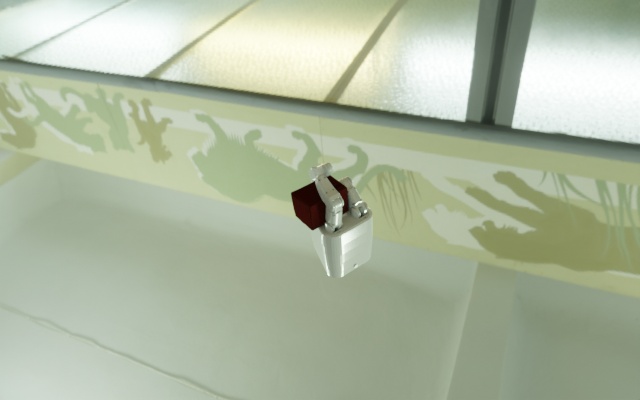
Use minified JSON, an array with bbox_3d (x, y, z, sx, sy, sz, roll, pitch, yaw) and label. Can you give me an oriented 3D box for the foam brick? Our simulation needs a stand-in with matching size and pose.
[{"bbox_3d":[0.000,0.003,0.777,0.078,0.051,0.053,-27,44,-25],"label":"foam brick"}]
